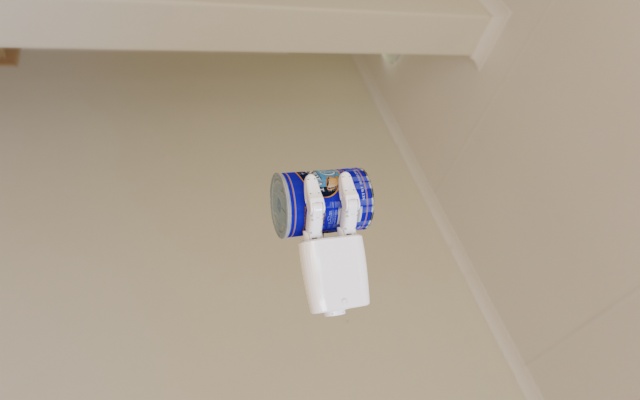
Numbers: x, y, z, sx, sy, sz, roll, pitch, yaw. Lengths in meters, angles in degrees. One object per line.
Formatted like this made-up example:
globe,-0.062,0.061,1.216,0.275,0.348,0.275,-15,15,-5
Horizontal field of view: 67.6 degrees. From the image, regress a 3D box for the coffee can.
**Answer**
coffee can,0.000,0.002,0.756,0.140,0.103,0.103,-5,2,-19
